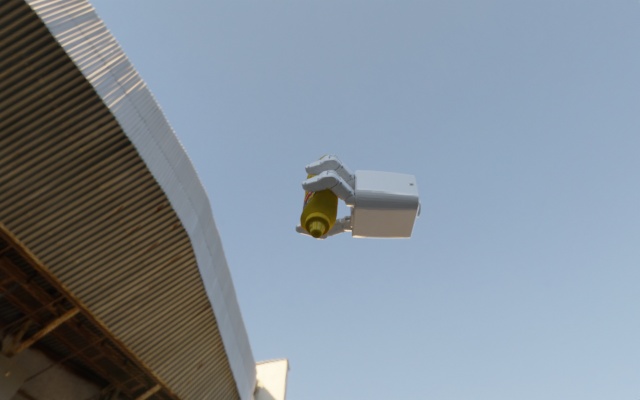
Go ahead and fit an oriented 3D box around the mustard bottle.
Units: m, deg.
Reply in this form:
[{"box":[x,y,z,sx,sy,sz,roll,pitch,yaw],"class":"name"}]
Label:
[{"box":[0.000,0.003,0.833,0.058,0.096,0.191,24,31,-11],"class":"mustard bottle"}]
